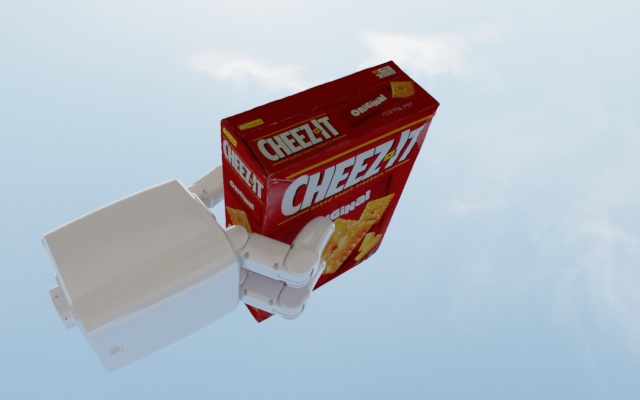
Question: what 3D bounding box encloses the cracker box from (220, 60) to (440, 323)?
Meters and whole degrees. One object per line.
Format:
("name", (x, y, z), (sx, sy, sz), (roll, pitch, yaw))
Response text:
("cracker box", (0.000, 0.001, 0.428), (0.164, 0.072, 0.214), (-27, -30, -28))
